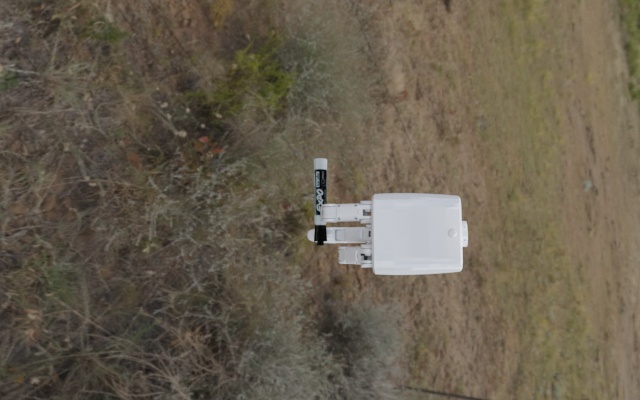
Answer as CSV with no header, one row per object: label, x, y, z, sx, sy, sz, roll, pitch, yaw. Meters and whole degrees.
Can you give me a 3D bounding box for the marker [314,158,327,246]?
marker,0.000,0.002,0.666,0.020,0.121,0.020,0,-4,0
